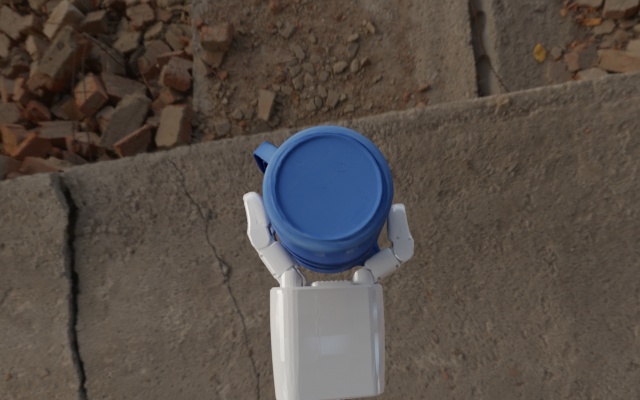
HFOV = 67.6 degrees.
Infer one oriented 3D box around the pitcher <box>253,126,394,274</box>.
[{"bbox_3d":[0.000,0.002,0.501,0.149,0.145,0.243,-2,-10,1],"label":"pitcher"}]
